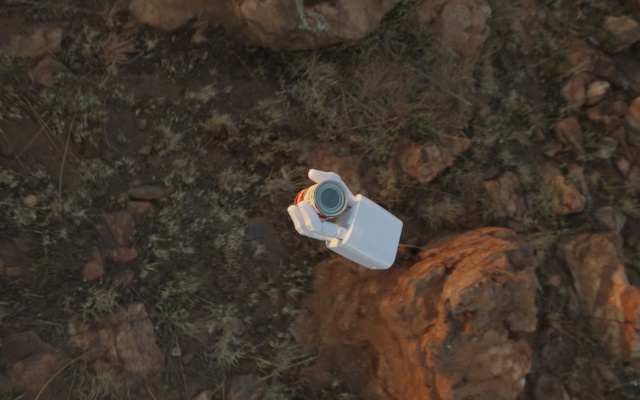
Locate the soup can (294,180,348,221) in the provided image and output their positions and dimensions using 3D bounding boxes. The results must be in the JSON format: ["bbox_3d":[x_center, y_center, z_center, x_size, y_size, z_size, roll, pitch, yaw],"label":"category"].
[{"bbox_3d":[0.000,0.003,0.881,0.068,0.068,0.102,0,-8,-22],"label":"soup can"}]
